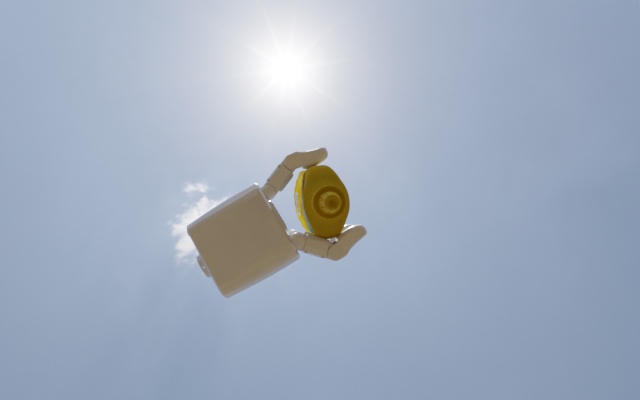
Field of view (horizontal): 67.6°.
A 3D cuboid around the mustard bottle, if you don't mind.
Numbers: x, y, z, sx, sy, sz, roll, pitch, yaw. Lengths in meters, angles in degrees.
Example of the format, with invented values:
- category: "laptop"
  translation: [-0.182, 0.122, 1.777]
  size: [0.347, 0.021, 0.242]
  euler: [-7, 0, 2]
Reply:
- category: "mustard bottle"
  translation: [0.000, 0.002, 0.633]
  size: [0.058, 0.096, 0.191]
  euler: [-6, 1, -7]
